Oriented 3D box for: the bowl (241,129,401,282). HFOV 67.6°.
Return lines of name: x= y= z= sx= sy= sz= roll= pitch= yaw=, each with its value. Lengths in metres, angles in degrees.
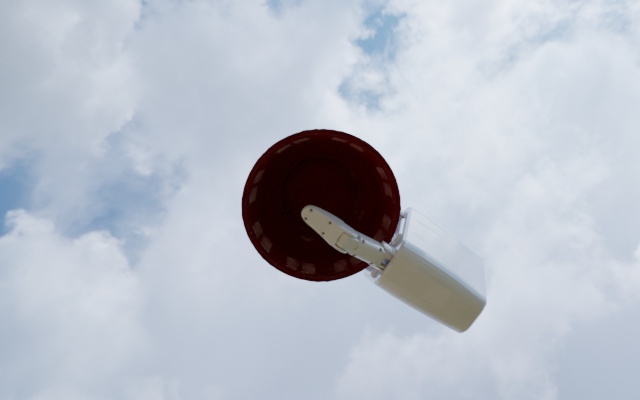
bowl: x=-0.001 y=0.001 z=0.505 sx=0.162 sy=0.162 sz=0.055 roll=0 pitch=17 yaw=-2
